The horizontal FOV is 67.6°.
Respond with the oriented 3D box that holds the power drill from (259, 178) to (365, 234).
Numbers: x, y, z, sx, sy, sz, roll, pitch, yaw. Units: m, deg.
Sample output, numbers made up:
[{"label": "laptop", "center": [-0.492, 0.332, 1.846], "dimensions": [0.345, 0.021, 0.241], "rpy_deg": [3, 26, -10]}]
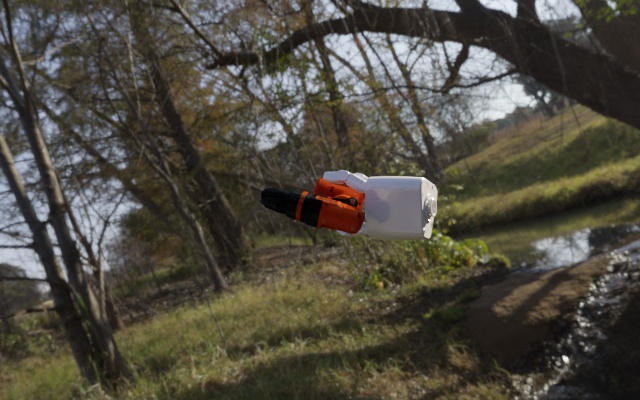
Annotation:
[{"label": "power drill", "center": [0.001, 0.003, 0.882], "dimensions": [0.184, 0.057, 0.187], "rpy_deg": [17, 16, 11]}]
